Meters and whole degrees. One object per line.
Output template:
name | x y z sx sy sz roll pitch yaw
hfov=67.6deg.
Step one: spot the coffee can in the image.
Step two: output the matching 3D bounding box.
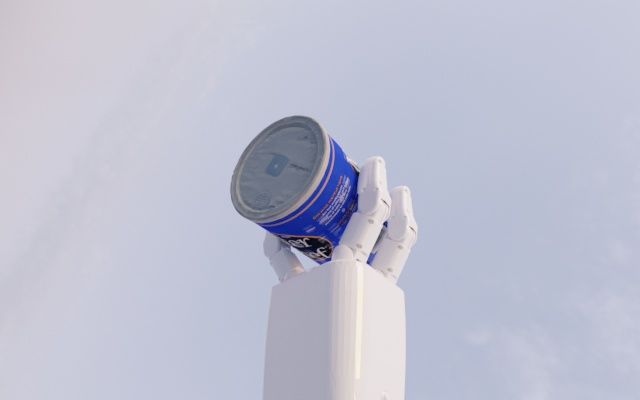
coffee can | 0.000 0.001 0.452 0.103 0.102 0.140 0 -27 38
